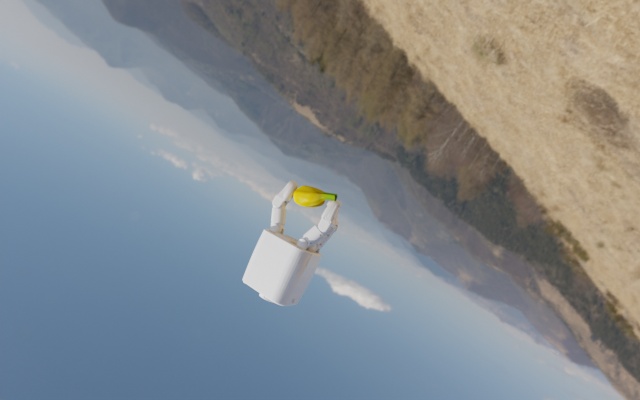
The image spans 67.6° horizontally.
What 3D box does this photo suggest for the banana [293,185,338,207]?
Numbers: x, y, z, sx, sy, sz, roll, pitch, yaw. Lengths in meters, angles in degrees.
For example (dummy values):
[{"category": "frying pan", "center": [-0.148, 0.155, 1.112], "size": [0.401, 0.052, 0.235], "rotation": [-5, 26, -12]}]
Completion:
[{"category": "banana", "center": [-0.017, -0.003, 0.884], "size": [0.069, 0.037, 0.198], "rotation": [19, -2, -5]}]
